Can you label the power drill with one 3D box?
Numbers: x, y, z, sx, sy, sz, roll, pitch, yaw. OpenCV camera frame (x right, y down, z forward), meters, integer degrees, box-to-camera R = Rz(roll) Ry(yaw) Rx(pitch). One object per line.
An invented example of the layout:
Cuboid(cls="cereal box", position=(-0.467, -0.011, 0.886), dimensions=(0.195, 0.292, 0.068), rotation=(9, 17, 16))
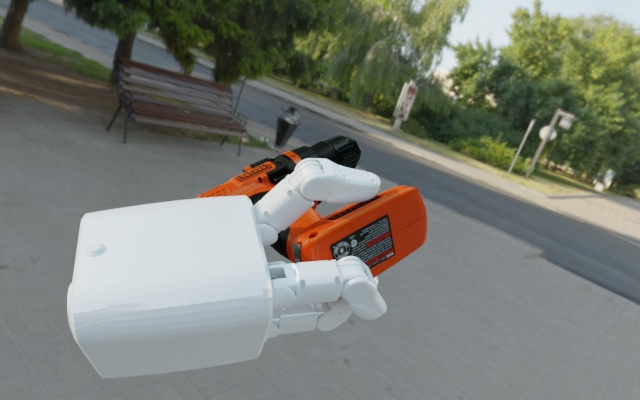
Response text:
Cuboid(cls="power drill", position=(0.000, 0.002, 0.412), dimensions=(0.184, 0.057, 0.187), rotation=(-29, 28, -23))
